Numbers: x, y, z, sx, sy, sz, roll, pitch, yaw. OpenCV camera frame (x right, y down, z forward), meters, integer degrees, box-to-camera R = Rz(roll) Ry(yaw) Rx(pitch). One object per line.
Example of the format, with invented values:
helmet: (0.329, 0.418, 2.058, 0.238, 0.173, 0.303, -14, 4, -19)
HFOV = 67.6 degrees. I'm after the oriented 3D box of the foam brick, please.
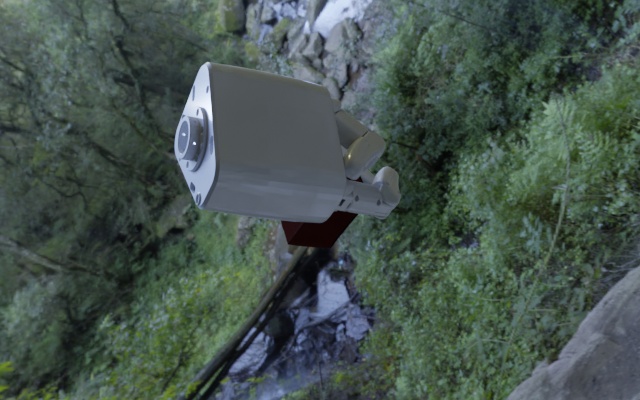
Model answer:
foam brick: (0.000, 0.002, 0.452, 0.051, 0.053, 0.078, 6, -43, -33)
